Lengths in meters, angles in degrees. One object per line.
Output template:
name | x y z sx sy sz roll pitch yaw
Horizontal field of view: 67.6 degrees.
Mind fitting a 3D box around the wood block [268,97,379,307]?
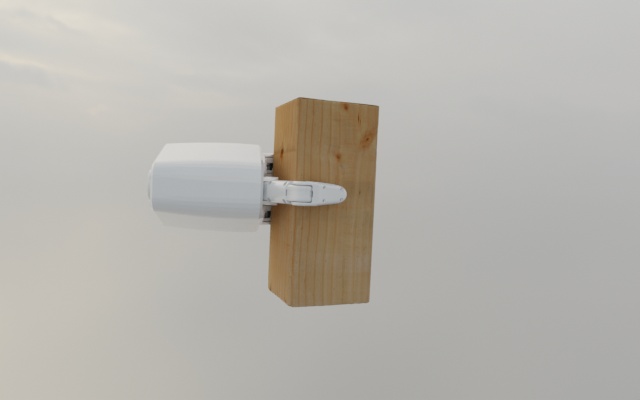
wood block | 0.000 0.002 0.519 0.090 0.206 0.091 2 3 -21
